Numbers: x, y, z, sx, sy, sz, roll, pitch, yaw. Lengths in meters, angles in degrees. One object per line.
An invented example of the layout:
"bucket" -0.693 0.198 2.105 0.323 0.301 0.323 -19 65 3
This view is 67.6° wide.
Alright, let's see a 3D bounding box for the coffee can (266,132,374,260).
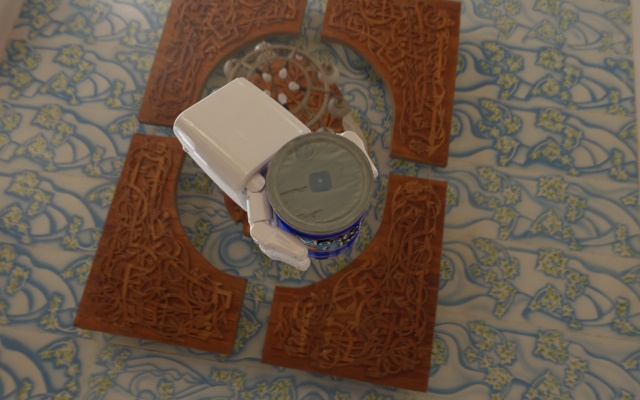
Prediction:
"coffee can" 0.000 0.002 0.517 0.103 0.102 0.140 0 -17 0
